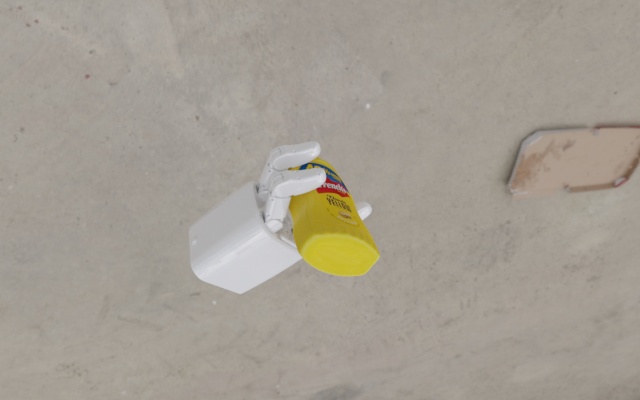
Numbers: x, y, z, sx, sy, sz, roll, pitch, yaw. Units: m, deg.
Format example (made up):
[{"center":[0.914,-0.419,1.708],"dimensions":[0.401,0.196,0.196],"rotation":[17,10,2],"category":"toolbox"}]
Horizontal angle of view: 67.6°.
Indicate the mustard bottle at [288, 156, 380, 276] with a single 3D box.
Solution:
[{"center":[0.000,0.002,0.575],"dimensions":[0.096,0.058,0.191],"rotation":[19,30,-30],"category":"mustard bottle"}]
